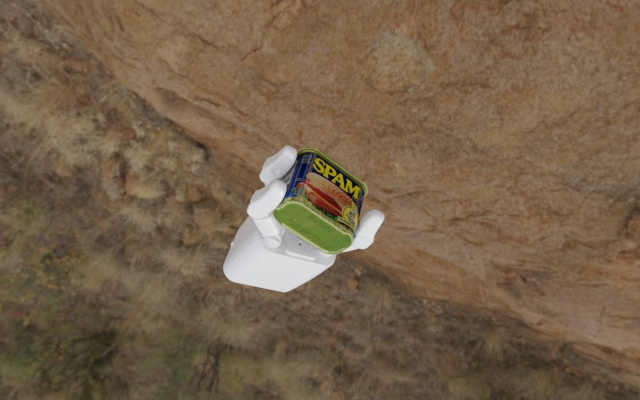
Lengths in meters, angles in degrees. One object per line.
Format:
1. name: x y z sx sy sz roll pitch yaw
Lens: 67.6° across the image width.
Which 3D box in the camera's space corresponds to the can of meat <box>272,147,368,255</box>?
1. can of meat: 0.000 0.002 0.553 0.102 0.084 0.057 35 -44 -20
